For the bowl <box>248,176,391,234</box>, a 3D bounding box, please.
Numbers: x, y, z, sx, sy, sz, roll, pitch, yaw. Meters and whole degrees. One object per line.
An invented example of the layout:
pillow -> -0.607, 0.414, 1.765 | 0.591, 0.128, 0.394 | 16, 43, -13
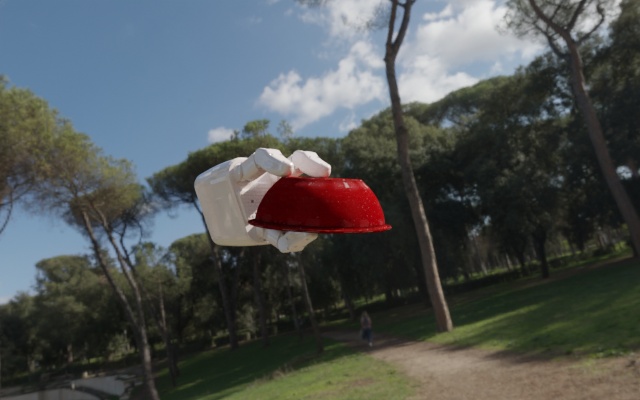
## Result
bowl -> 0.001, 0.001, 0.541 | 0.162, 0.055, 0.162 | 3, 3, 0
